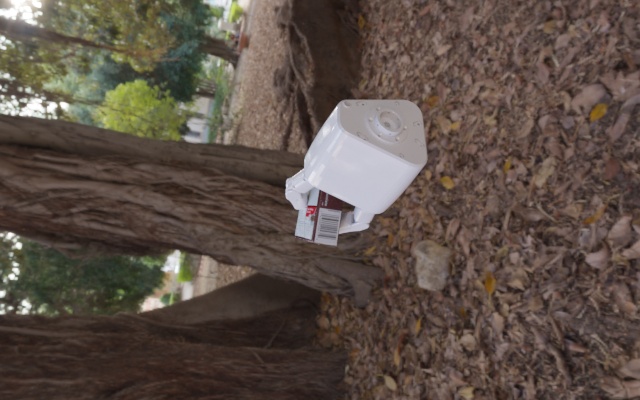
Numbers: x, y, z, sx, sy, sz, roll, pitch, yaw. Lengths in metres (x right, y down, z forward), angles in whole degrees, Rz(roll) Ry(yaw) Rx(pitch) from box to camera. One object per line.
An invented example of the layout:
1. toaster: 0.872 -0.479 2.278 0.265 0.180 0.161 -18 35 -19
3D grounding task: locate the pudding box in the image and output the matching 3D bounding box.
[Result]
1. pudding box: 0.000 0.002 0.654 0.039 0.113 0.090 11 -3 -17
